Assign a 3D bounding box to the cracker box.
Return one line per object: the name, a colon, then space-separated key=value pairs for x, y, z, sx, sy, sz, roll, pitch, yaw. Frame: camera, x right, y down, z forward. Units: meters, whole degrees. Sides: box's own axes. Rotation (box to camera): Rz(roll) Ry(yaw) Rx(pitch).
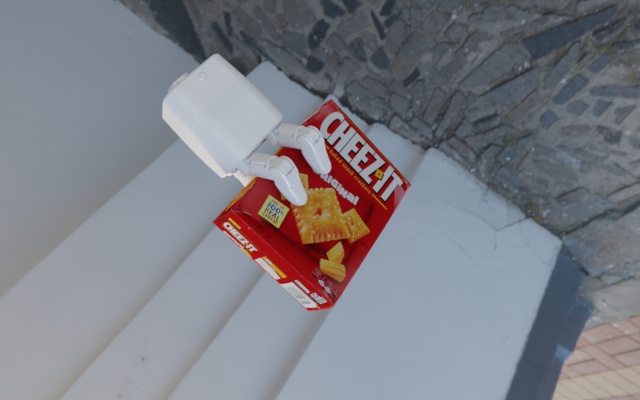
cracker box: x=0.000 y=0.002 z=0.596 sx=0.213 sy=0.164 sz=0.072 roll=-52 pitch=15 yaw=-31
